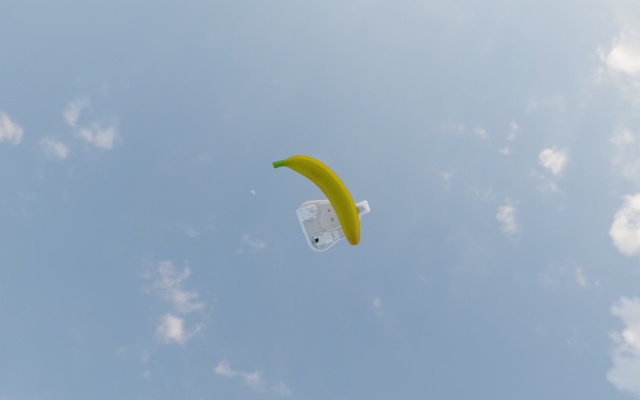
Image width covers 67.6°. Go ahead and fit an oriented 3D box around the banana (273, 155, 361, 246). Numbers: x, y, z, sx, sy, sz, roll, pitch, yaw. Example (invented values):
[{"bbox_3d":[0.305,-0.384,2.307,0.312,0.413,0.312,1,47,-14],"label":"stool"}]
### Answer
[{"bbox_3d":[0.011,-0.013,0.810,0.198,0.069,0.037,44,-7,-1],"label":"banana"}]
